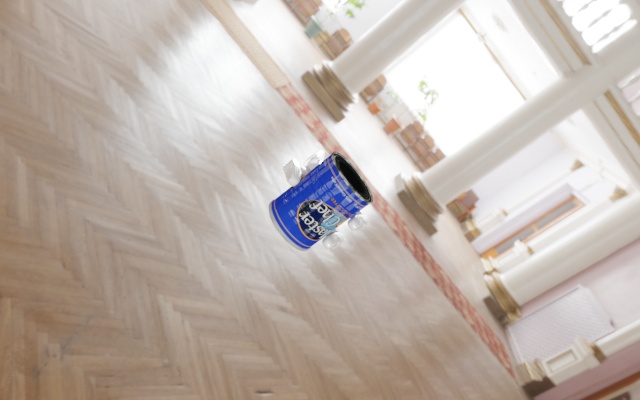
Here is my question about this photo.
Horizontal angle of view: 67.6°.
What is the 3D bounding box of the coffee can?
[{"bbox_3d":[0.000,0.003,0.781,0.140,0.103,0.103,-37,-13,18],"label":"coffee can"}]
